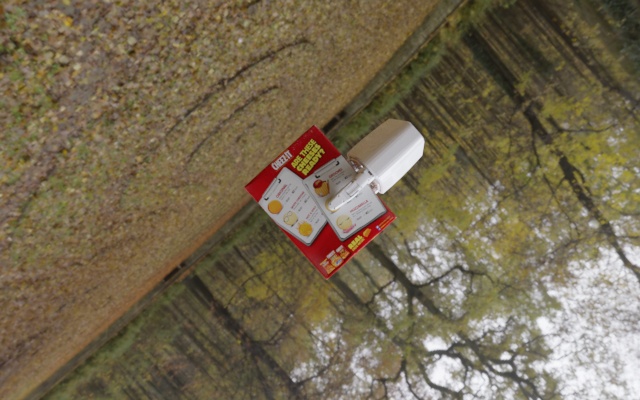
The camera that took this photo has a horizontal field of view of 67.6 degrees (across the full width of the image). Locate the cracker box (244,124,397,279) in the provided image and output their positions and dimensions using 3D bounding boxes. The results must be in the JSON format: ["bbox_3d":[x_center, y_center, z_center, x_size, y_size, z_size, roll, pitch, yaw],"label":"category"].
[{"bbox_3d":[0.000,0.003,0.839,0.164,0.213,0.072,-42,2,-1],"label":"cracker box"}]
